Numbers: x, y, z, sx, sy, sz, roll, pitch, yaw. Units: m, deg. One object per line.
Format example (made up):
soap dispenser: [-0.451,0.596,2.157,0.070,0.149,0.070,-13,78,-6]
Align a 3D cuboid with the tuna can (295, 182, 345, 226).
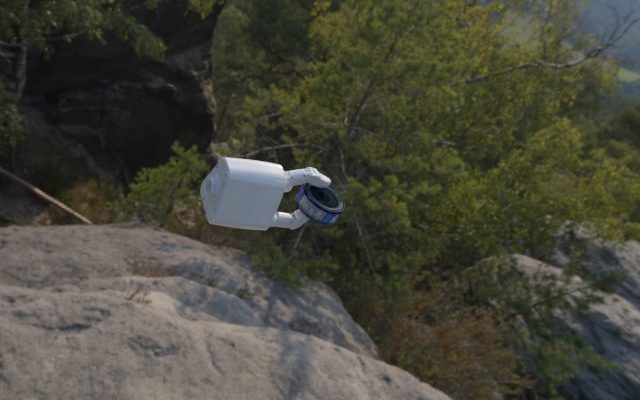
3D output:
tuna can: [0.000,0.002,0.855,0.086,0.034,0.086,26,30,-17]
